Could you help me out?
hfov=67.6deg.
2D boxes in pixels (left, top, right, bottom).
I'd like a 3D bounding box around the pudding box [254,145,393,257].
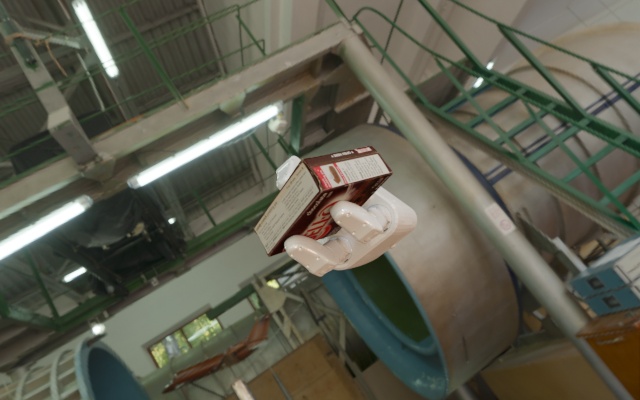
[{"bbox_3d":[0.000,0.001,0.444,0.090,0.039,0.113,-17,-26,-41],"label":"pudding box"}]
